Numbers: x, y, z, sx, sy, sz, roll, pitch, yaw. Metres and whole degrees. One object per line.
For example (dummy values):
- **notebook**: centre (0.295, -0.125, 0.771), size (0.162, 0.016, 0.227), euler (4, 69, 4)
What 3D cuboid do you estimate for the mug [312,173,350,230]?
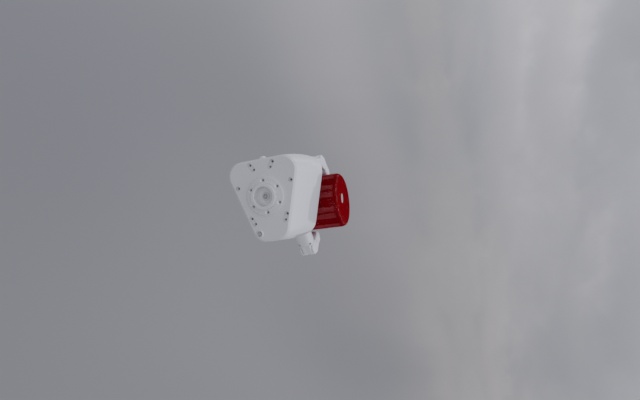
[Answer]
- **mug**: centre (0.001, 0.002, 0.748), size (0.081, 0.093, 0.117), euler (-7, 1, 16)
